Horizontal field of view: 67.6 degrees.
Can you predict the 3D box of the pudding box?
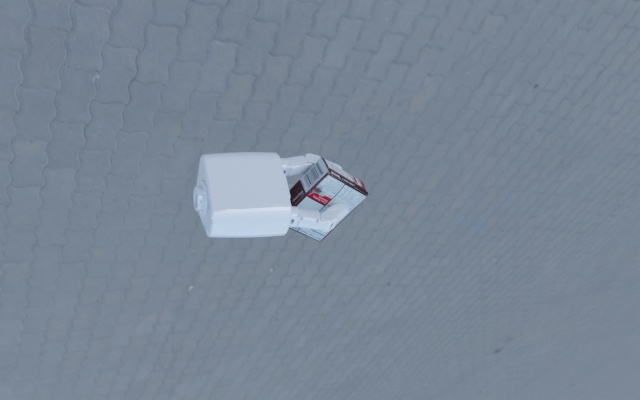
[{"bbox_3d":[0.000,0.002,0.701,0.090,0.039,0.113,27,-61,-40],"label":"pudding box"}]
